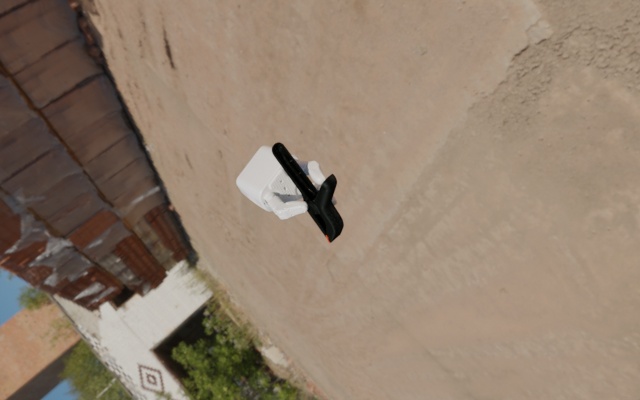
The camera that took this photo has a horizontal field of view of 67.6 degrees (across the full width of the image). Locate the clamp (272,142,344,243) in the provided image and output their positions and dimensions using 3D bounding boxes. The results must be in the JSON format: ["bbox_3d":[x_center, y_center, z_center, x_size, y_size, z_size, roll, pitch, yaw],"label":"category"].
[{"bbox_3d":[0.000,0.004,0.833,0.036,0.210,0.164,-38,37,-16],"label":"clamp"}]
